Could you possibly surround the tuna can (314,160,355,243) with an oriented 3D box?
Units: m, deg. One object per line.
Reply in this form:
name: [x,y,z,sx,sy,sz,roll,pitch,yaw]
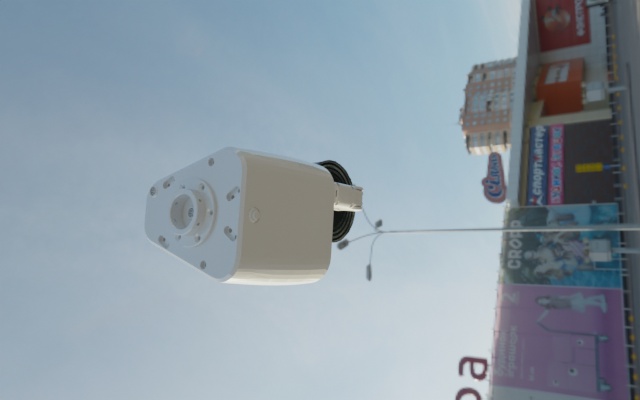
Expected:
tuna can: [0.000,0.002,0.503,0.034,0.086,0.086,-4,-2,37]
